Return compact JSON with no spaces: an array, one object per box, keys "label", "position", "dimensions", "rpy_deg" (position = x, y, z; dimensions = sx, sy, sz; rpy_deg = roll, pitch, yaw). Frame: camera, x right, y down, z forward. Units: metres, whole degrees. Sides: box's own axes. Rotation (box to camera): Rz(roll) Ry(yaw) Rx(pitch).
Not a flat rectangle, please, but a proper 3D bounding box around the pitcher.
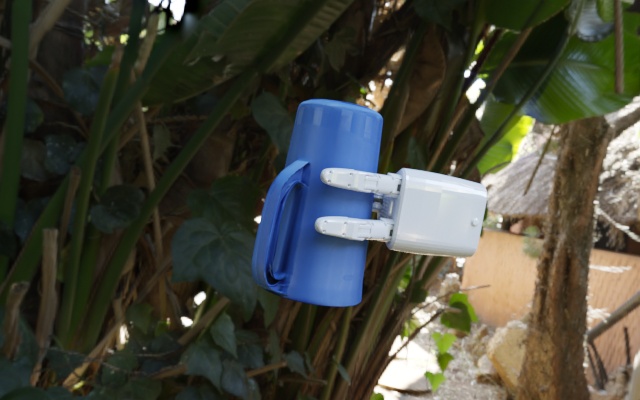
[{"label":"pitcher","position":[0.000,0.002,0.594],"dimensions":[0.145,0.243,0.149],"rpy_deg":[9,3,-7]}]
